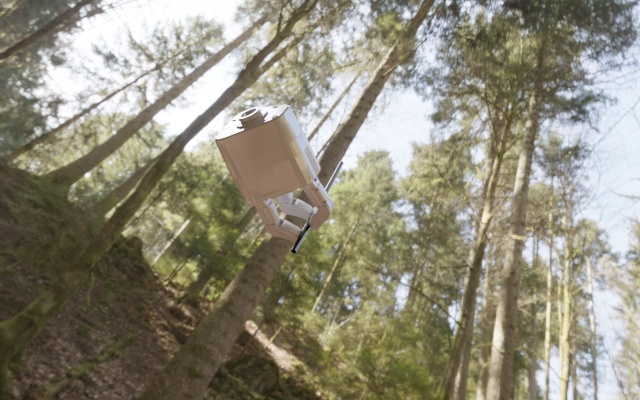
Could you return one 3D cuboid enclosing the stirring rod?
[{"bbox_3d":[0.000,0.003,0.769,0.011,0.011,0.239,0,36,23],"label":"stirring rod"}]
